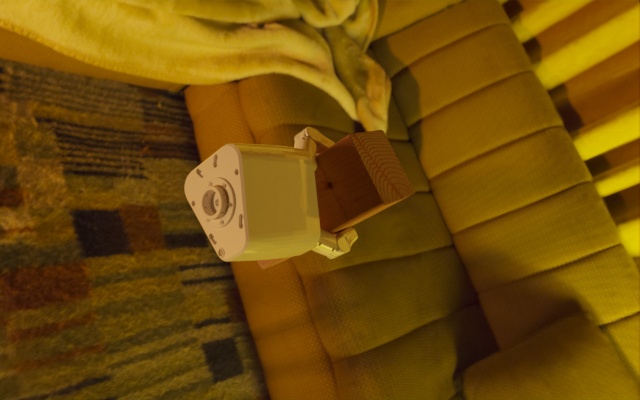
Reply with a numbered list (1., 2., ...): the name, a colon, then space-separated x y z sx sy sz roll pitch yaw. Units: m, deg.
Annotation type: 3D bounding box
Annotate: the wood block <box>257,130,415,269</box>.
1. wood block: 0.000 0.002 0.611 0.206 0.091 0.090 -30 -7 34
